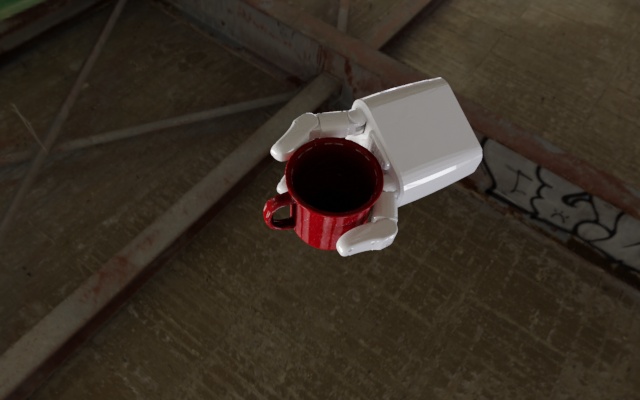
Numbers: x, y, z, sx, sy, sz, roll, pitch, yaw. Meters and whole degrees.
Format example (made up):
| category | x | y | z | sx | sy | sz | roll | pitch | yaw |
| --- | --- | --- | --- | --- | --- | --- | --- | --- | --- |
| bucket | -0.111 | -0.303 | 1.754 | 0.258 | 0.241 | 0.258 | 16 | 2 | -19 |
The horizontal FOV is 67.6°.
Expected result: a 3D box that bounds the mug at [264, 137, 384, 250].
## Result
| category | x | y | z | sx | sy | sz | roll | pitch | yaw |
| --- | --- | --- | --- | --- | --- | --- | --- | --- | --- |
| mug | -0.001 | 0.002 | 0.476 | 0.117 | 0.093 | 0.082 | -20 | -29 | -16 |
